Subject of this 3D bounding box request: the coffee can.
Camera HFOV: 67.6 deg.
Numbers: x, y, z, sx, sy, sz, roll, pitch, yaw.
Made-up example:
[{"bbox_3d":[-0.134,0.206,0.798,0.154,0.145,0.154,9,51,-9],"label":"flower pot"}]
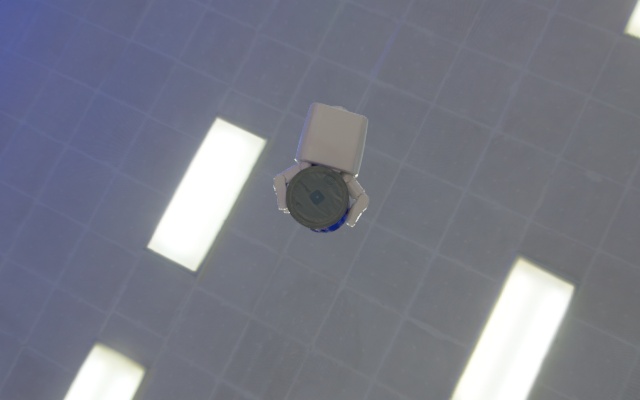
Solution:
[{"bbox_3d":[0.000,0.003,0.835,0.103,0.103,0.140,0,-7,5],"label":"coffee can"}]
